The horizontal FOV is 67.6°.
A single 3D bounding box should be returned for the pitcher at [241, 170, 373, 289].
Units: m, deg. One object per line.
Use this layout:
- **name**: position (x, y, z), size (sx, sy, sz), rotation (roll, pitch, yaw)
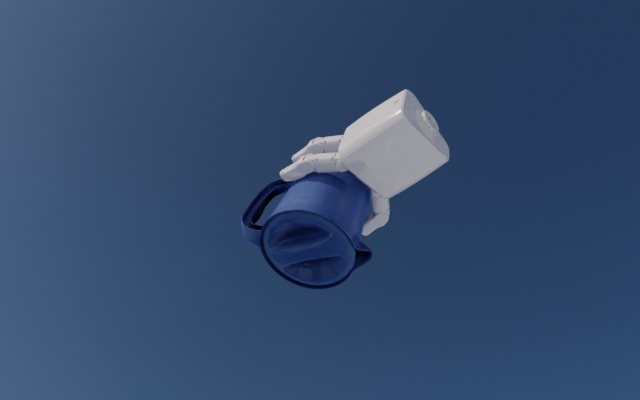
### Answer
- **pitcher**: position (0.000, 0.002, 0.717), size (0.145, 0.149, 0.242), rotation (-34, 18, 32)
